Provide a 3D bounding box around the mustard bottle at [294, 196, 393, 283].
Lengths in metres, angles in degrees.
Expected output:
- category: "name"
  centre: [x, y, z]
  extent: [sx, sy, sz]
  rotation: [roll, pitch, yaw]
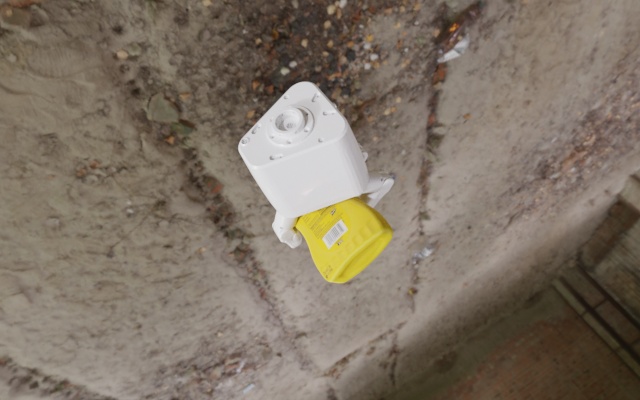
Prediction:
- category: "mustard bottle"
  centre: [0.000, 0.002, 0.595]
  extent: [0.058, 0.096, 0.191]
  rotation: [18, 30, -53]
